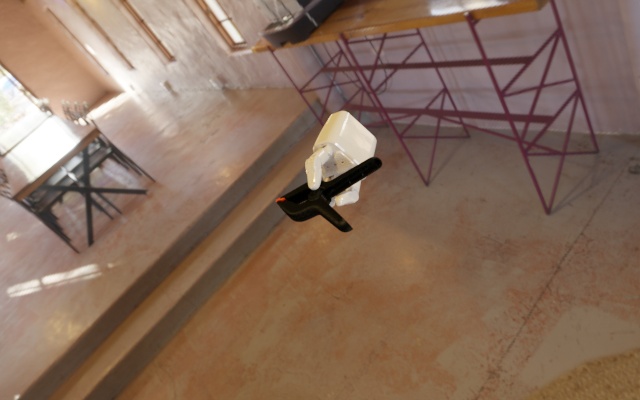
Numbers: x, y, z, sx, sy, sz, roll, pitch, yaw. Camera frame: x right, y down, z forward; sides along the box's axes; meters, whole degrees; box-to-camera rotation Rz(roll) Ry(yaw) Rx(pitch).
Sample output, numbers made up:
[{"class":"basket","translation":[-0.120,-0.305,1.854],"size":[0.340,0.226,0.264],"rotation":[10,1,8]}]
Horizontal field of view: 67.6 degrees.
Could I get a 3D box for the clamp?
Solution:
[{"class":"clamp","translation":[-0.001,0.002,0.844],"size":[0.210,0.036,0.164],"rotation":[-13,37,35]}]
